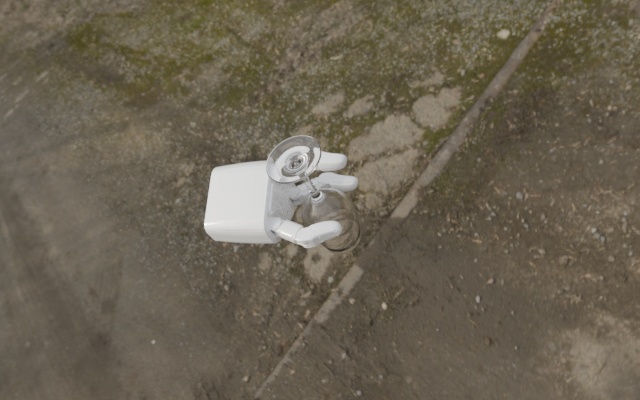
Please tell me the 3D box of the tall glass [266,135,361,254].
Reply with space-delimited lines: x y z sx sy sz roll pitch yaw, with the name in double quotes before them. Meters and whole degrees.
"tall glass" 0.000 0.002 0.663 0.079 0.079 0.201 0 -33 24
